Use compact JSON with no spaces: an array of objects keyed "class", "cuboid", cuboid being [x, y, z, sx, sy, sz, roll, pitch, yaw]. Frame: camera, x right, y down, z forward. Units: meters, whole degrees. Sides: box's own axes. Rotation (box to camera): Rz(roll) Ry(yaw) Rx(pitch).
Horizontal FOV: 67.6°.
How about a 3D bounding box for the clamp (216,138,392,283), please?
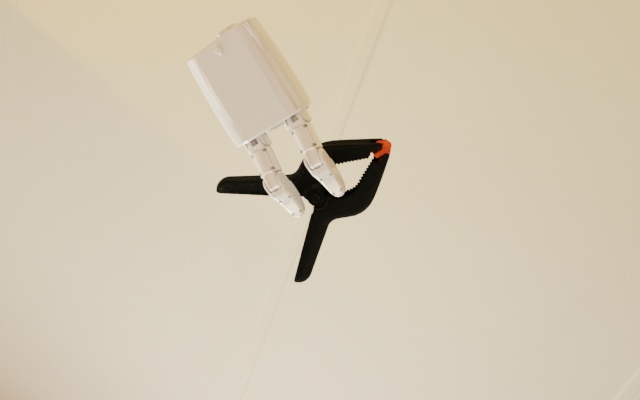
[{"class":"clamp","cuboid":[0.001,0.001,0.566,0.210,0.164,0.036,-27,16,21]}]
